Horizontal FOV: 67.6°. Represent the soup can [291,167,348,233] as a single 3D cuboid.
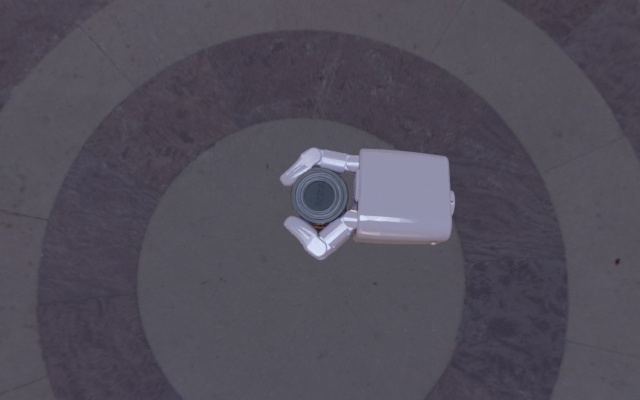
[{"bbox_3d":[0.000,0.002,0.589,0.068,0.068,0.102,0,-8,1],"label":"soup can"}]
